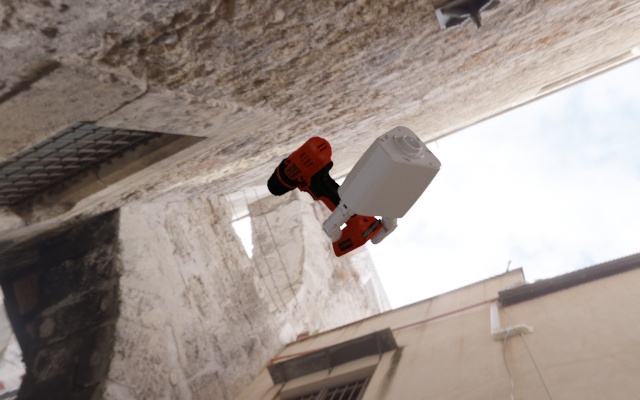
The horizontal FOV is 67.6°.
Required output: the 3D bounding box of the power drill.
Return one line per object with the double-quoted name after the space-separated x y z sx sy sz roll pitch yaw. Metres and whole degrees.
0.001 0.003 0.789 0.057 0.187 0.184 -42 4 -33 "power drill"
